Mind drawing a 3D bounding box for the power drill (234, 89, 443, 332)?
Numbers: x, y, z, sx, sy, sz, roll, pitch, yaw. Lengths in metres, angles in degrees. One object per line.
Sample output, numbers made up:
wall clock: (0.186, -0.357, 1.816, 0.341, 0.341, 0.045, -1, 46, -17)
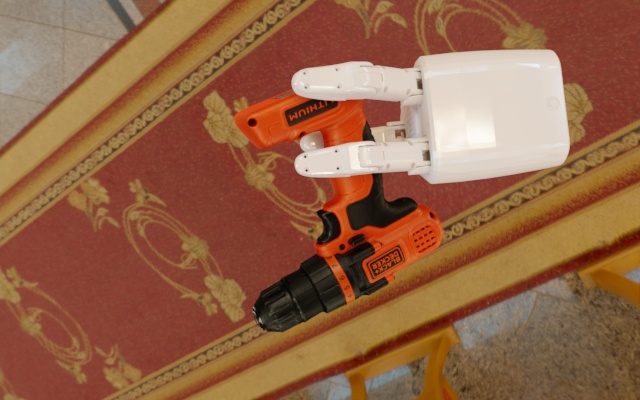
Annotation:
power drill: (0.000, 0.001, 0.401, 0.184, 0.188, 0.057, -28, 21, -14)
